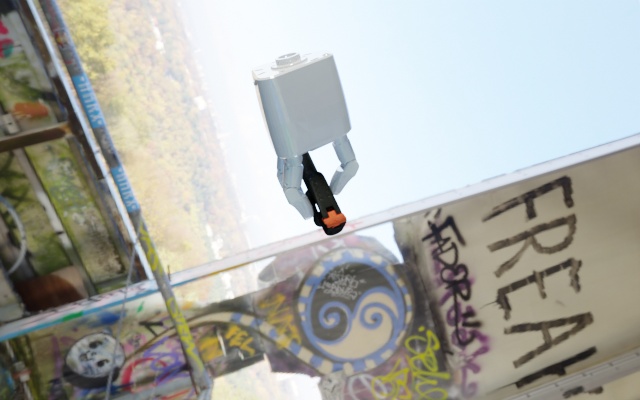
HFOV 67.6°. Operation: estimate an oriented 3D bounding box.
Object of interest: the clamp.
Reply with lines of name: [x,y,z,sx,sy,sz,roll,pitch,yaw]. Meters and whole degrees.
clamp: [0.001,0.002,0.698,0.036,0.165,0.210,-21,28,-5]
